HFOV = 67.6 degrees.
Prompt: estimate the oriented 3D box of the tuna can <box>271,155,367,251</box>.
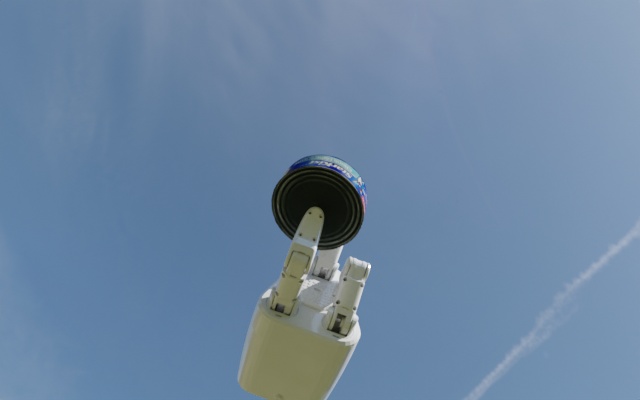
[{"bbox_3d":[0.000,0.001,0.444,0.086,0.086,0.033,0,27,14],"label":"tuna can"}]
